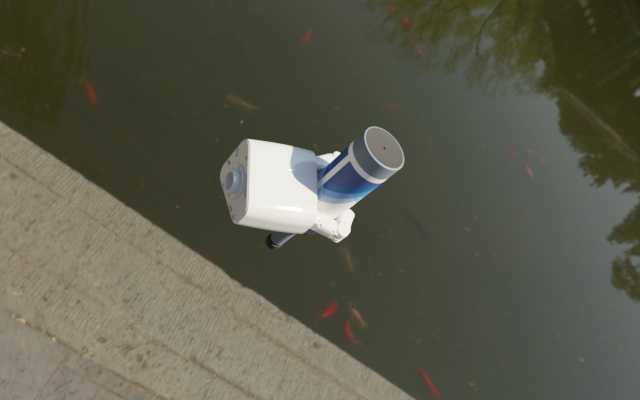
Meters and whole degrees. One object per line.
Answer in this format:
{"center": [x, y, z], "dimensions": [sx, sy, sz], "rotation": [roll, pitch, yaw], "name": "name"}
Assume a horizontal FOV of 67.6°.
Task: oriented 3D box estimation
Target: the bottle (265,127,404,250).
{"center": [0.000, 0.002, 0.708], "dimensions": [0.069, 0.069, 0.296], "rotation": [0, -28, -39], "name": "bottle"}
